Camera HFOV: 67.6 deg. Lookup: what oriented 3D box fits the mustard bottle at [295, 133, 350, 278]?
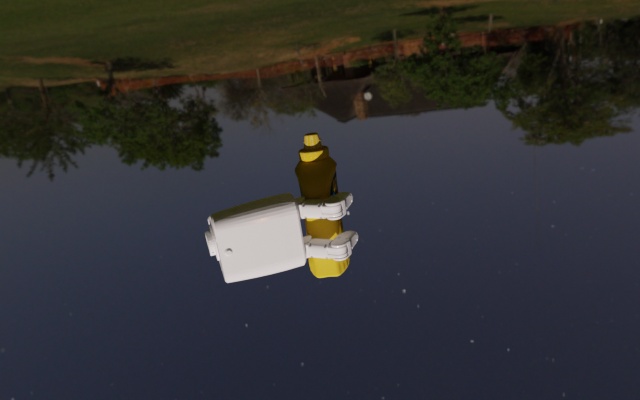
[{"bbox_3d":[0.000,0.002,0.660,0.058,0.192,0.096,-6,17,8],"label":"mustard bottle"}]
